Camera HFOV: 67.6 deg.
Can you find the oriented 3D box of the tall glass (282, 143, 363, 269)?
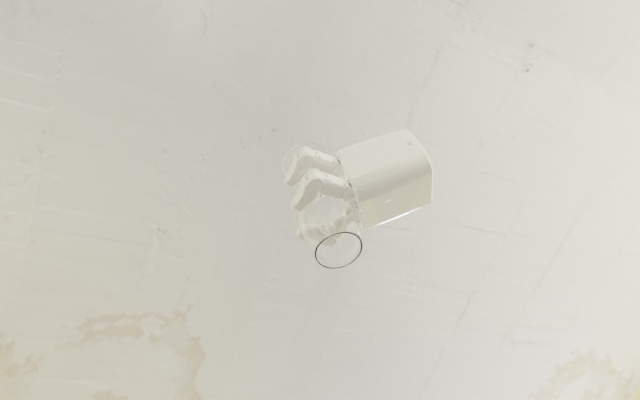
[{"bbox_3d":[0.000,0.002,0.664,0.079,0.079,0.201,0,37,-17],"label":"tall glass"}]
